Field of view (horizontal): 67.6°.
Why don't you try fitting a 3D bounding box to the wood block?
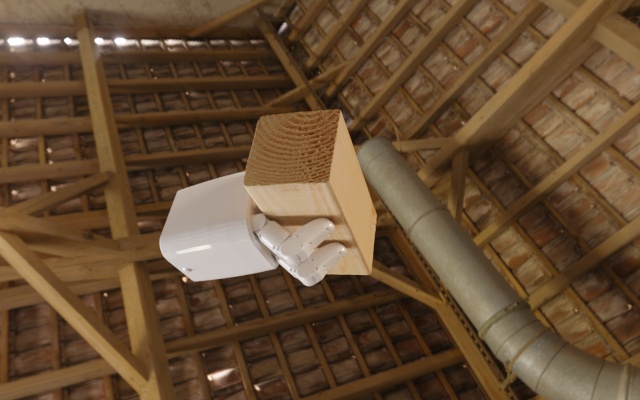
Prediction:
[{"bbox_3d":[0.000,0.002,0.545,0.090,0.090,0.206,-2,-32,17],"label":"wood block"}]
